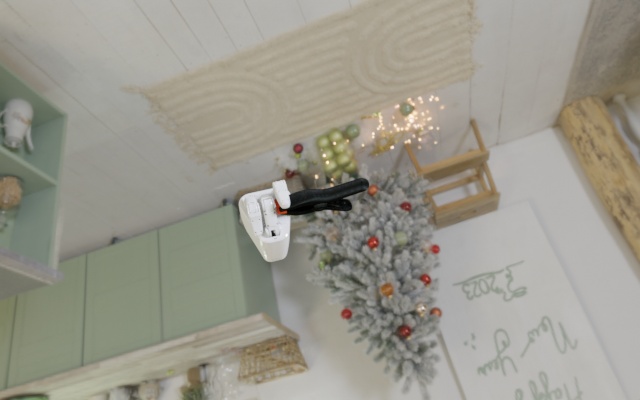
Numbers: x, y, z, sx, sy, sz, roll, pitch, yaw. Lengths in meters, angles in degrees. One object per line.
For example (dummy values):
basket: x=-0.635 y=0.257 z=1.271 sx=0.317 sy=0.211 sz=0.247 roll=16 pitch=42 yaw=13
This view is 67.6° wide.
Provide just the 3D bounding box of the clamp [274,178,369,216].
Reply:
clamp: x=0.000 y=0.003 z=0.892 sx=0.171 sy=0.039 sz=0.120 roll=-9 pitch=-26 yaw=-8
